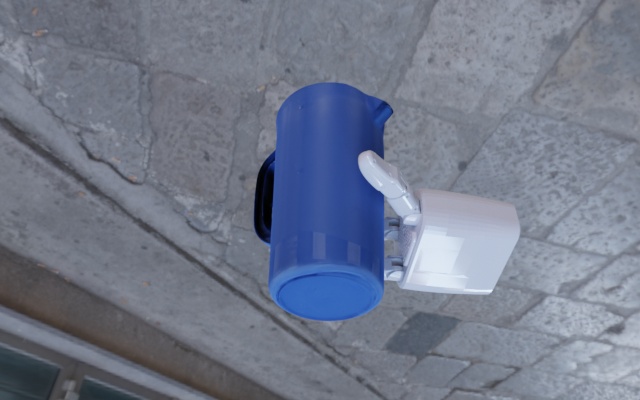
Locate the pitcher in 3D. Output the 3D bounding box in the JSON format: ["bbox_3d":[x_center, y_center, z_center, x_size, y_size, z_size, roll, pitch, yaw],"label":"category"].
[{"bbox_3d":[0.000,0.002,0.519,0.145,0.242,0.149,9,-40,-7],"label":"pitcher"}]
